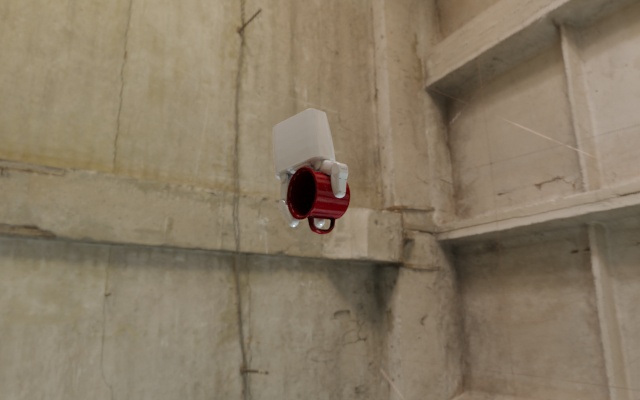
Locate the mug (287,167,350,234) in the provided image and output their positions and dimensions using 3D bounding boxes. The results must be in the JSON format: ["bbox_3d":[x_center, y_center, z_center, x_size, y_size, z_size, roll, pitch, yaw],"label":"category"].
[{"bbox_3d":[0.001,0.004,0.847,0.081,0.117,0.093,8,-24,-37],"label":"mug"}]
